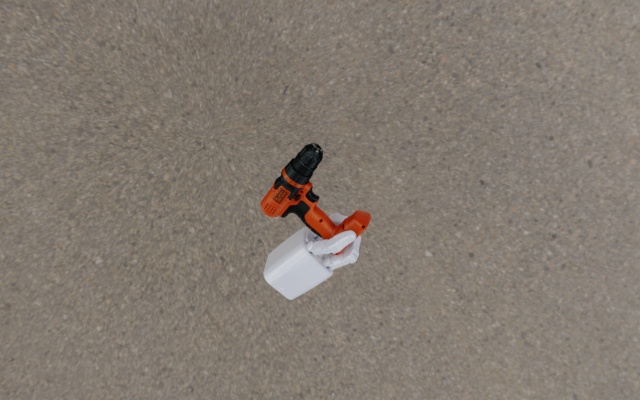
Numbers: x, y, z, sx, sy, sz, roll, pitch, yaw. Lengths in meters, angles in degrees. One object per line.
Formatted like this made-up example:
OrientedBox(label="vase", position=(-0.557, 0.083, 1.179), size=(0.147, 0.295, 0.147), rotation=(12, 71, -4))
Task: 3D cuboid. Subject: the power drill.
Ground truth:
OrientedBox(label="power drill", position=(0.000, 0.003, 0.896), size=(0.184, 0.187, 0.057), rotation=(-49, 6, 36))
